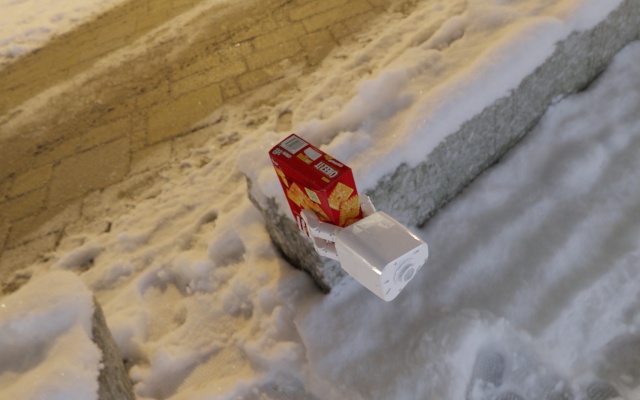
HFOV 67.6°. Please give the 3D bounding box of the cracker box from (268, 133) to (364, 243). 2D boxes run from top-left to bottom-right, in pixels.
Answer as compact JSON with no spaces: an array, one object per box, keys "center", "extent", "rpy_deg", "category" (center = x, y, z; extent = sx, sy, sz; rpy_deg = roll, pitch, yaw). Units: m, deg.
[{"center":[0.000,0.003,0.876],"extent":[0.072,0.214,0.164],"rpy_deg":[-38,48,-20],"category":"cracker box"}]
